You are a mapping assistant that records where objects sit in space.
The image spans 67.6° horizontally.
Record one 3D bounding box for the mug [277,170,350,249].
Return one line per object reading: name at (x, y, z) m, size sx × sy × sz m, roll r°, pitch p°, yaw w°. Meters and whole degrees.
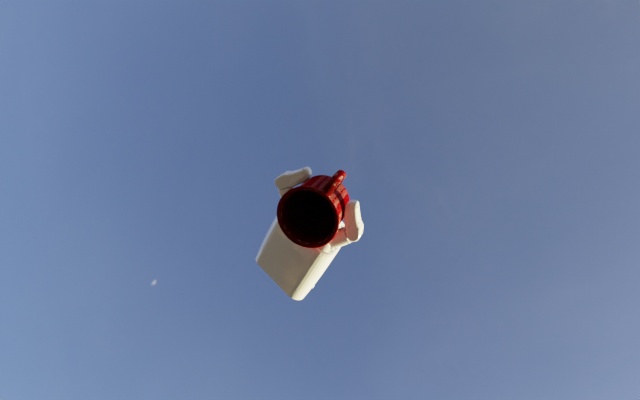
mug at (0.001, 0.001, 0.692) m, size 0.093 × 0.117 × 0.081 m, roll 35°, pitch 27°, yaw 5°
